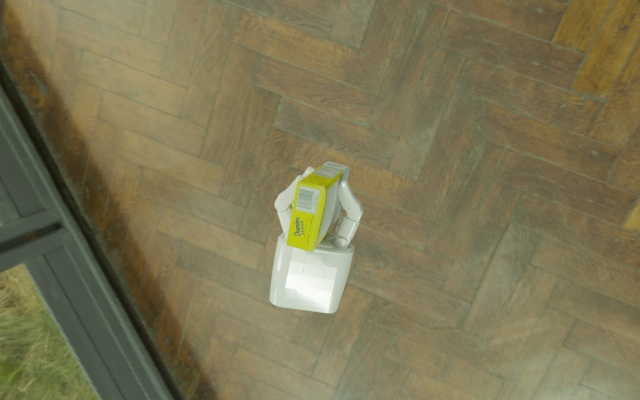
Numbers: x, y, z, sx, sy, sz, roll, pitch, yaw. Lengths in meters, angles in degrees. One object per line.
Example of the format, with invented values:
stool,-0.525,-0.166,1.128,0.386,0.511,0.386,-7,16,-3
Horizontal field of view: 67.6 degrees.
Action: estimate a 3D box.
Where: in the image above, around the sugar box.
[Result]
sugar box,0.000,0.002,0.707,0.048,0.093,0.176,14,15,8
